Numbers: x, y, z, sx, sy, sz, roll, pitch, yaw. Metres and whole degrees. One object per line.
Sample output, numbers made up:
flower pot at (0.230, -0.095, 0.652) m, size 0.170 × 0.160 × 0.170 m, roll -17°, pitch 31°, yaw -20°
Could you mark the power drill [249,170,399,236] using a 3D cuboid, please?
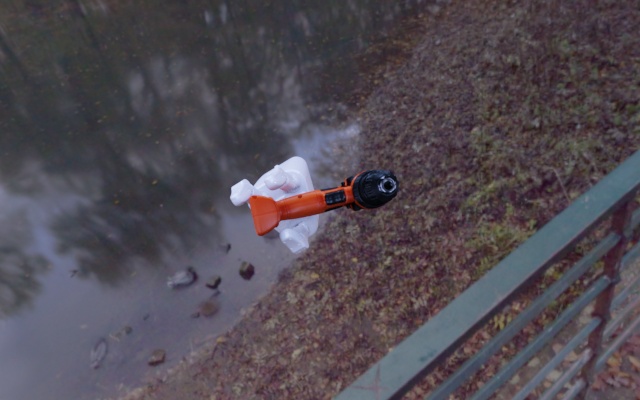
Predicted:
power drill at (0.000, 0.002, 0.645) m, size 0.187 × 0.057 × 0.184 m, roll -11°, pitch -3°, yaw -10°
